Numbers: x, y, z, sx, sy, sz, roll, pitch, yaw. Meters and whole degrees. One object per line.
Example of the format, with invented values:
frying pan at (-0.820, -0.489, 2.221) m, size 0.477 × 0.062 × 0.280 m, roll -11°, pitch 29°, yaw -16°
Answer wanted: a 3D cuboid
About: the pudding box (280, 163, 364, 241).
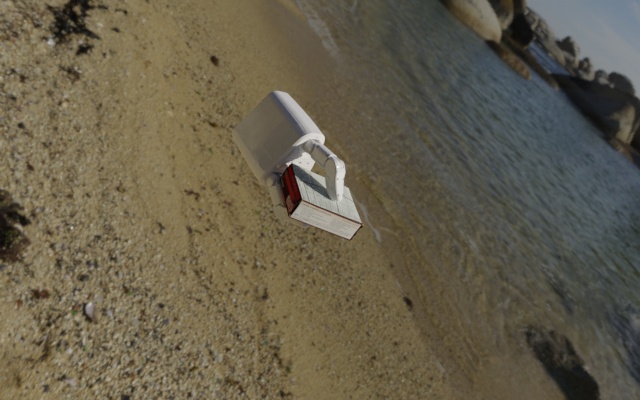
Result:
pudding box at (0.000, 0.002, 0.693) m, size 0.113 × 0.039 × 0.090 m, roll 21°, pitch 32°, yaw -28°
